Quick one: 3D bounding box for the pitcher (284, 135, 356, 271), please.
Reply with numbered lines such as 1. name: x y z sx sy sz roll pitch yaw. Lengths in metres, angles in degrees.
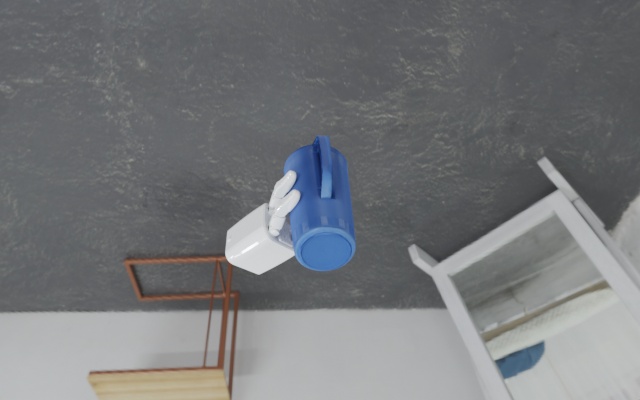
1. pitcher: 0.000 0.003 0.897 0.145 0.242 0.149 -32 -54 19
